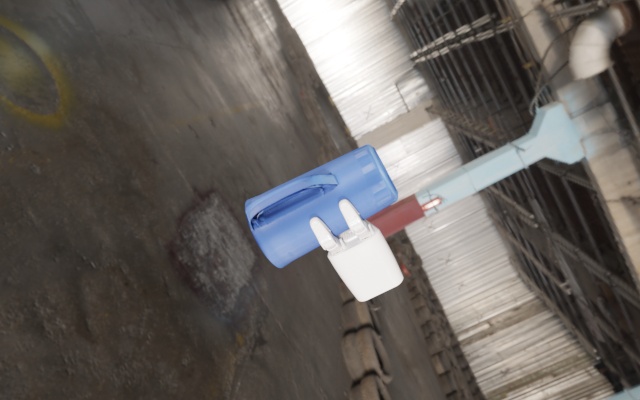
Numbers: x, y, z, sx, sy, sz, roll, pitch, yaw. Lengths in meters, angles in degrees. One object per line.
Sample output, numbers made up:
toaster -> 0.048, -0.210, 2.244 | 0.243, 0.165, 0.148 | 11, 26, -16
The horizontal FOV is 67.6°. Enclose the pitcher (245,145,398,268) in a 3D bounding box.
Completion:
pitcher -> 0.000, 0.003, 0.805 | 0.243, 0.145, 0.149 | -28, 18, 10
